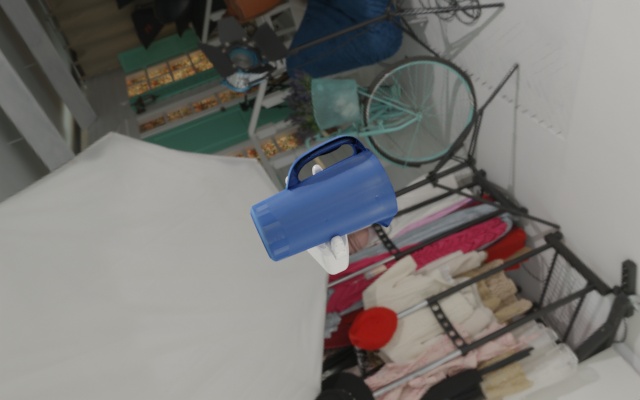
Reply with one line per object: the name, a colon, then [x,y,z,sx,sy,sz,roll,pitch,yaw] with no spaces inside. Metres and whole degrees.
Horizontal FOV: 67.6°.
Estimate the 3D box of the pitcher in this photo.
pitcher: [0.000,0.003,0.847,0.243,0.149,0.145,-24,-30,-7]
